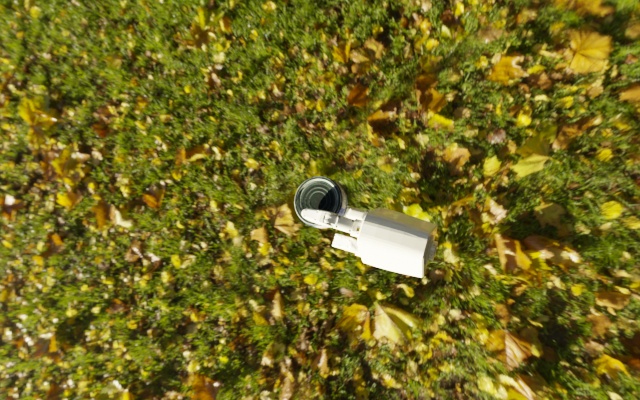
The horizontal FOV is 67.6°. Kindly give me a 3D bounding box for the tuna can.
[{"bbox_3d":[0.000,0.003,0.798,0.086,0.086,0.034,0,-8,20],"label":"tuna can"}]
